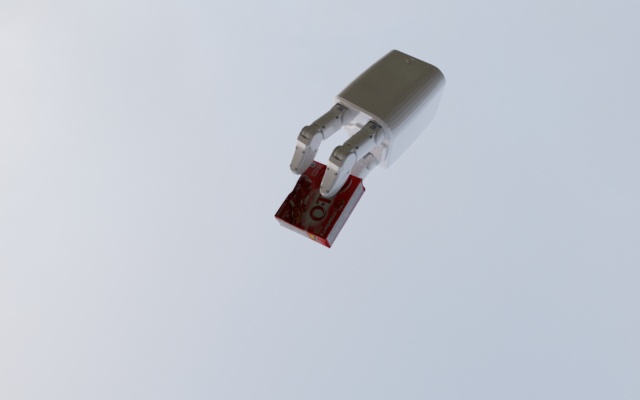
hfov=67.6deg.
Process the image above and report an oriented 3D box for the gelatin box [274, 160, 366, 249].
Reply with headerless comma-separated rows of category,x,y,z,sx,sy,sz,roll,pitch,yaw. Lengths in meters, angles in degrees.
gelatin box,0.000,0.002,0.565,0.073,0.089,0.030,24,-20,25
